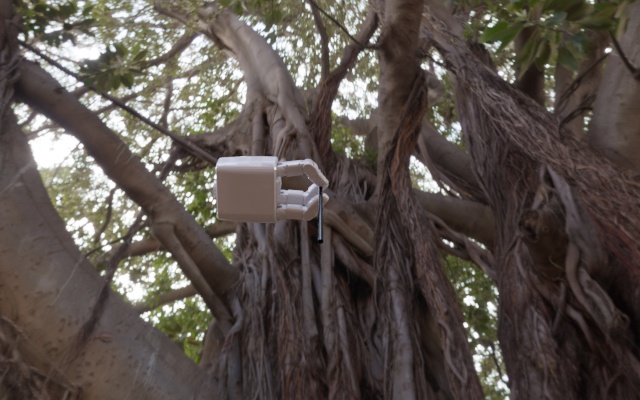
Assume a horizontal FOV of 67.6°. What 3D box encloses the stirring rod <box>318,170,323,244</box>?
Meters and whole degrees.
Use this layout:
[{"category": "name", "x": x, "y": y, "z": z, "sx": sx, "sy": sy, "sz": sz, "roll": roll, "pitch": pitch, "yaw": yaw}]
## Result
[{"category": "stirring rod", "x": 0.000, "y": 0.003, "z": 0.814, "sx": 0.011, "sy": 0.011, "sz": 0.239, "roll": 0, "pitch": 29, "yaw": 0}]
